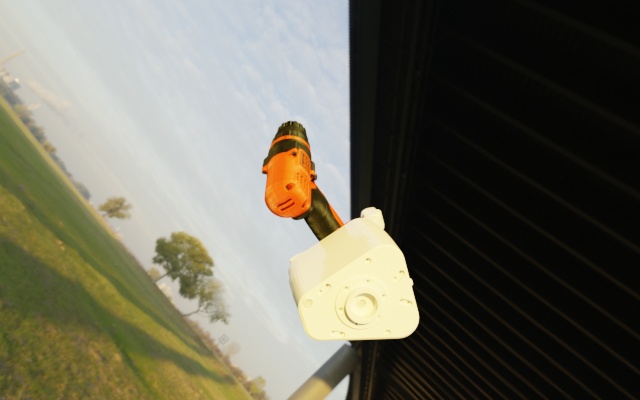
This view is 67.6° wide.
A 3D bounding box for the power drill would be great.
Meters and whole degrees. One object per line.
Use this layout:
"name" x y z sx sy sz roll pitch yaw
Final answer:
"power drill" 0.000 0.002 0.592 0.057 0.188 0.184 -30 28 19
